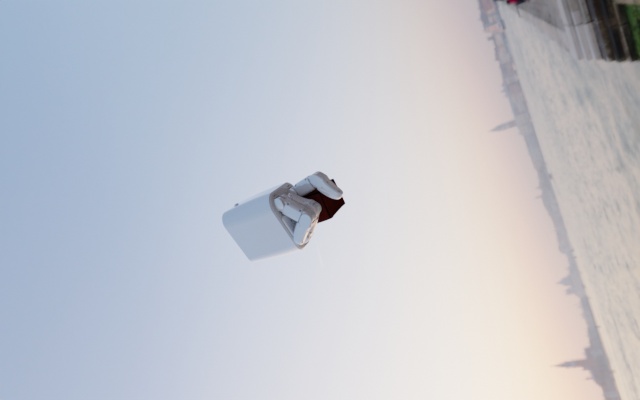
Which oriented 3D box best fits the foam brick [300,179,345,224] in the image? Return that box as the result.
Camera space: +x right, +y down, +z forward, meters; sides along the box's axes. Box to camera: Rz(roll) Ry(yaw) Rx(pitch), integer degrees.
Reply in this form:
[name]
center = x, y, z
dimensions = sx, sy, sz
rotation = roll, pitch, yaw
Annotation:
[foam brick]
center = 0.000, 0.003, 0.826
dimensions = 0.051, 0.053, 0.078
rotation = -21, 10, 26
